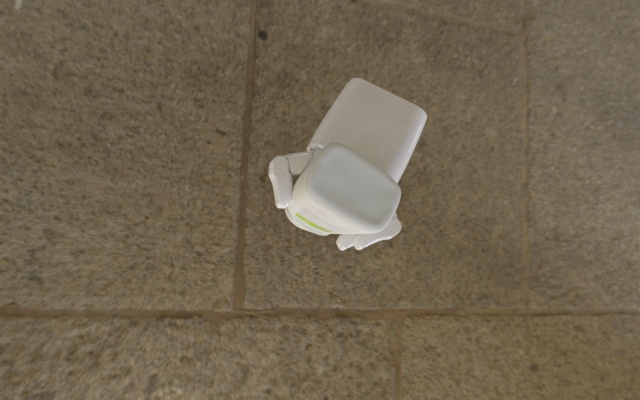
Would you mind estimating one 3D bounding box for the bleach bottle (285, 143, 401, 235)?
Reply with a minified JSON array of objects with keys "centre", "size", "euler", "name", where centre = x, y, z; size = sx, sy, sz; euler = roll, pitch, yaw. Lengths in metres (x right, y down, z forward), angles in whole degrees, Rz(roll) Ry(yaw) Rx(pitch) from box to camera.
[{"centre":[0.000,0.002,0.588],"size":[0.102,0.068,0.251],"euler":[32,-14,-11],"name":"bleach bottle"}]
